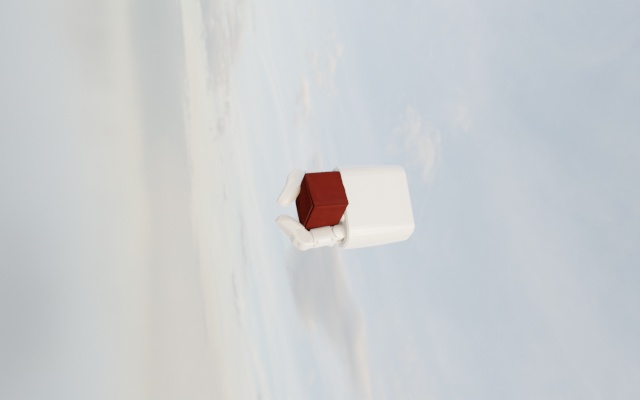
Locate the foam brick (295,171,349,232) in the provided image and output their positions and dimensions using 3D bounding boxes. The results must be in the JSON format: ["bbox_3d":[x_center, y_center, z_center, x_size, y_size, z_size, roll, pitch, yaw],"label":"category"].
[{"bbox_3d":[0.000,0.002,0.653,0.051,0.053,0.078,-5,-28,-17],"label":"foam brick"}]
